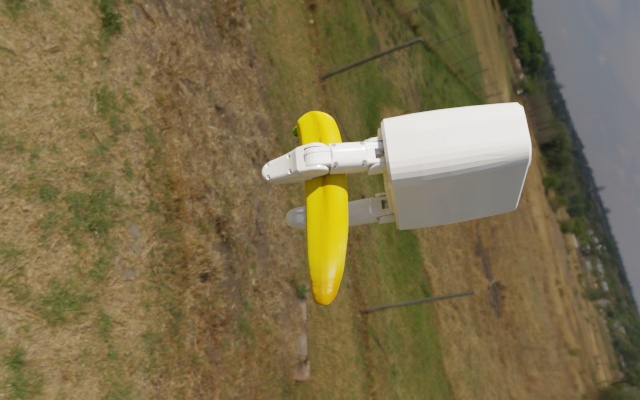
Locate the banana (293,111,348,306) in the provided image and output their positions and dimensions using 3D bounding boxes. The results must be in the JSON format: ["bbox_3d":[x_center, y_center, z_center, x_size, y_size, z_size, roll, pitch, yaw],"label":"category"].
[{"bbox_3d":[0.002,-0.012,0.411,0.037,0.197,0.070,-1,-36,-8],"label":"banana"}]
